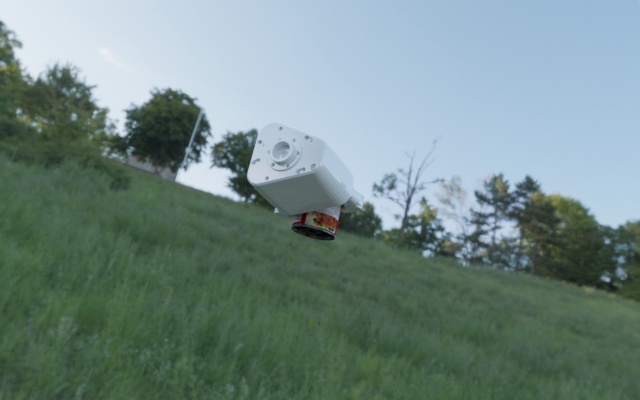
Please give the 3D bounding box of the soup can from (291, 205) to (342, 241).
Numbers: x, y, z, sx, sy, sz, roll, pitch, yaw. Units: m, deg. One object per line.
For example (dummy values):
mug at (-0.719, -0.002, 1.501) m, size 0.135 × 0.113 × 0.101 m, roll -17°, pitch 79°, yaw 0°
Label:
soup can at (0.000, 0.002, 0.728) m, size 0.068 × 0.102 × 0.068 m, roll 12°, pitch -17°, yaw 4°
